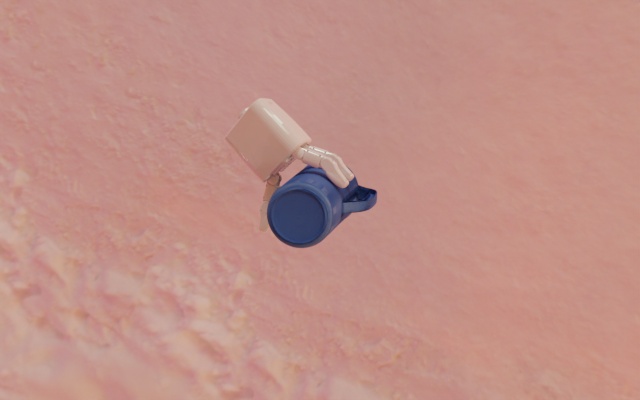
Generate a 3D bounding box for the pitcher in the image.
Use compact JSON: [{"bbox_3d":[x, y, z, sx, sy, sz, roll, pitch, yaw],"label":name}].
[{"bbox_3d":[0.000,0.003,0.853,0.149,0.145,0.243,-42,0,16],"label":"pitcher"}]
